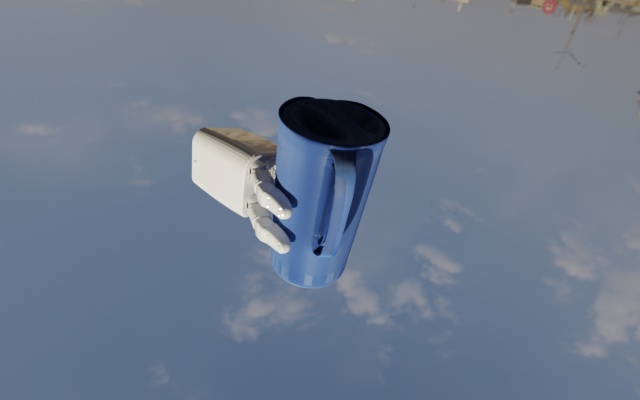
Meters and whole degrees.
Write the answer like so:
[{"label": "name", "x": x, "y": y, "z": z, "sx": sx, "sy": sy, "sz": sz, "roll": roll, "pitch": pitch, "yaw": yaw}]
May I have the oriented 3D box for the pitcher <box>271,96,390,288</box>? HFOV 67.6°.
[{"label": "pitcher", "x": 0.000, "y": 0.002, "z": 0.616, "sx": 0.145, "sy": 0.243, "sz": 0.149, "roll": 29, "pitch": 39, "yaw": 24}]
